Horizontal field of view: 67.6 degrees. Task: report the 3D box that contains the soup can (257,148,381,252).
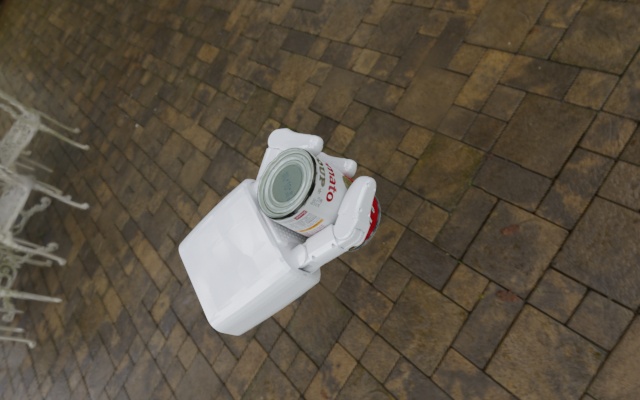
[{"bbox_3d":[0.000,0.001,0.441,0.068,0.068,0.102,0,-20,41],"label":"soup can"}]
